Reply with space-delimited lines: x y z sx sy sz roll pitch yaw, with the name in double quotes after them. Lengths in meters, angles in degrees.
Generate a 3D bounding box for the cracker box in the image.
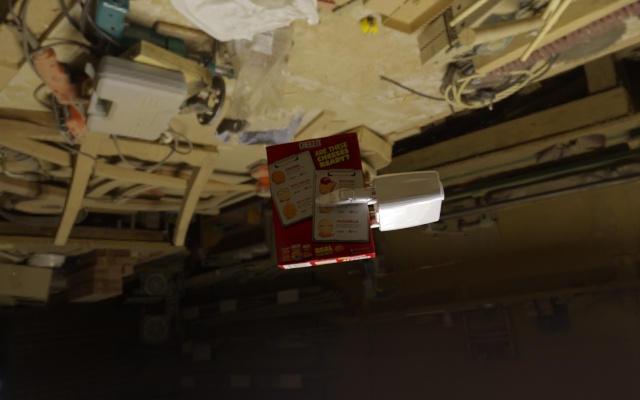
0.000 0.003 0.833 0.164 0.213 0.072 -8 -14 5 "cracker box"
